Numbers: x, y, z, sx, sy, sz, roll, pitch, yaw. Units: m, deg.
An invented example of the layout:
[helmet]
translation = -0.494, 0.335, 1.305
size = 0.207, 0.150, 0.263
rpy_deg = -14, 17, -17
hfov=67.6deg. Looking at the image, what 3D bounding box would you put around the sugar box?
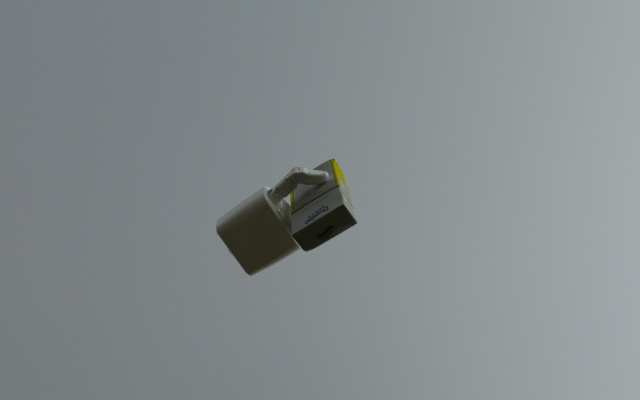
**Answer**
[sugar box]
translation = 0.000, 0.003, 0.762
size = 0.093, 0.048, 0.176
rpy_deg = -31, 28, 12
